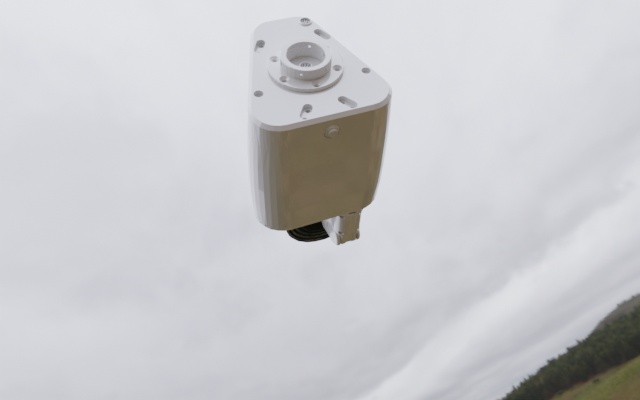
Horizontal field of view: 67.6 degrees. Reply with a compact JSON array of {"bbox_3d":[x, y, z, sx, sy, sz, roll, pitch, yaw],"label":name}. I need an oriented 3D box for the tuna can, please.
[{"bbox_3d":[0.000,0.001,0.474,0.086,0.033,0.086,-19,-36,-14],"label":"tuna can"}]
